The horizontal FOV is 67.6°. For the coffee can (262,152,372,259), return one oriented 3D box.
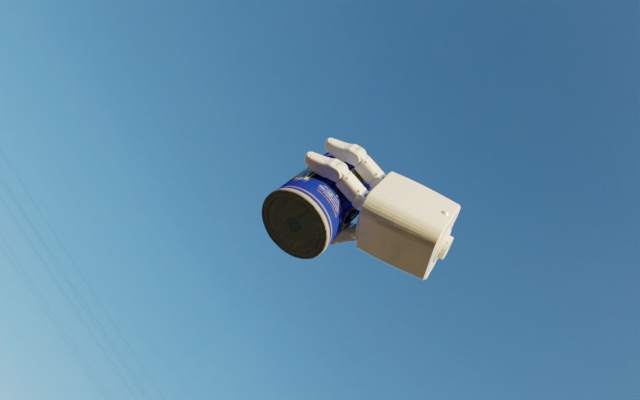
[{"bbox_3d":[0.000,0.002,0.669,0.103,0.103,0.140,0,26,35],"label":"coffee can"}]
